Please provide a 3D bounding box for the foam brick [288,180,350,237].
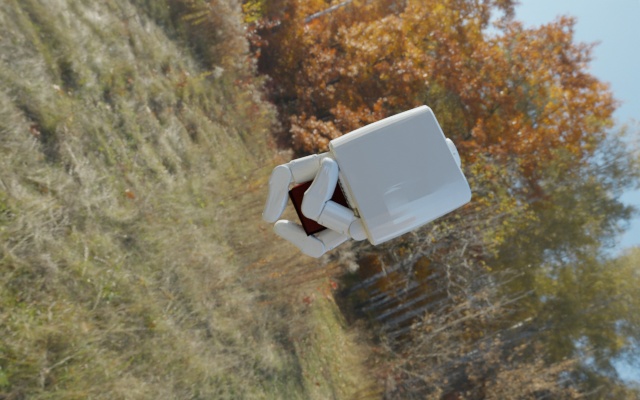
[{"bbox_3d":[0.000,0.002,0.516,0.051,0.053,0.078,-23,4,1],"label":"foam brick"}]
